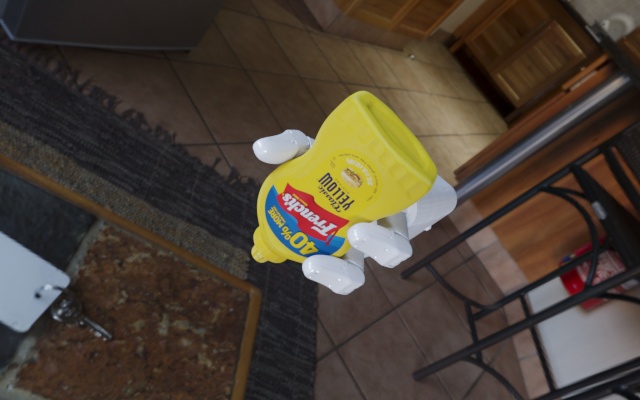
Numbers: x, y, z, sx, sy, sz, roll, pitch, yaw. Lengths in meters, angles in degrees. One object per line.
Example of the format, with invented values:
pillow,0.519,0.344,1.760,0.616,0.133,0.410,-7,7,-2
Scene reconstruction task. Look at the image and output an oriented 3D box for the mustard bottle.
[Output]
mustard bottle,0.000,0.001,0.418,0.192,0.096,0.058,-40,5,34
